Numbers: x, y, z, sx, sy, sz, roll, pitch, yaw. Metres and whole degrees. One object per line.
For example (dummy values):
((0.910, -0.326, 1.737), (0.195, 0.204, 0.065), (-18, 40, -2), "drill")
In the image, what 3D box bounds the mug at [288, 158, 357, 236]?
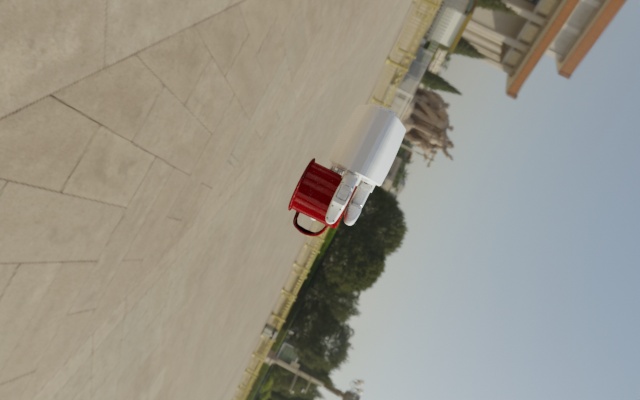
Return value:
((0.000, 0.004, 0.758), (0.081, 0.117, 0.093), (26, 5, 3), "mug")
